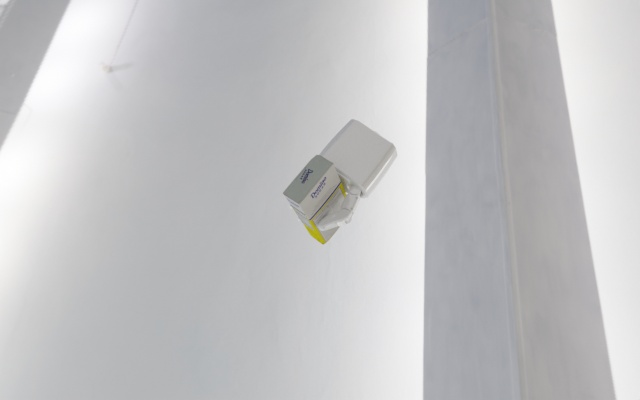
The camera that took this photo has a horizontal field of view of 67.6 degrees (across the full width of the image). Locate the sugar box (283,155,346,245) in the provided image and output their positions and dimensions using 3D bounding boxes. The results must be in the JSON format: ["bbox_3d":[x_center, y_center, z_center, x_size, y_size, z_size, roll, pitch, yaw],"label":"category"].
[{"bbox_3d":[0.000,0.002,0.854,0.048,0.093,0.176,32,-16,30],"label":"sugar box"}]
